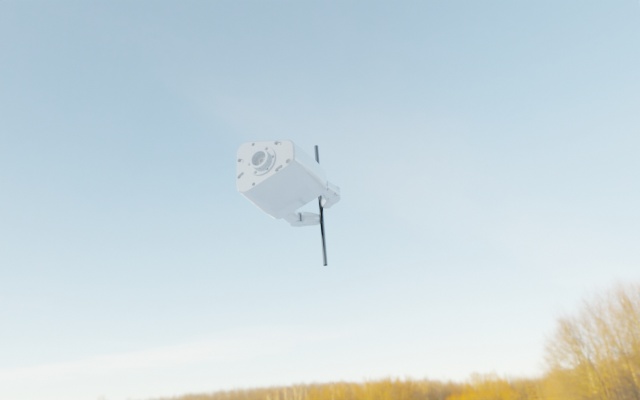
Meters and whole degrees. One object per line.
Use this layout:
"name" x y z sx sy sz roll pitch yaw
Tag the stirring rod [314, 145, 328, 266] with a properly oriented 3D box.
"stirring rod" 0.000 0.003 0.864 0.011 0.239 0.011 -4 -27 -2
